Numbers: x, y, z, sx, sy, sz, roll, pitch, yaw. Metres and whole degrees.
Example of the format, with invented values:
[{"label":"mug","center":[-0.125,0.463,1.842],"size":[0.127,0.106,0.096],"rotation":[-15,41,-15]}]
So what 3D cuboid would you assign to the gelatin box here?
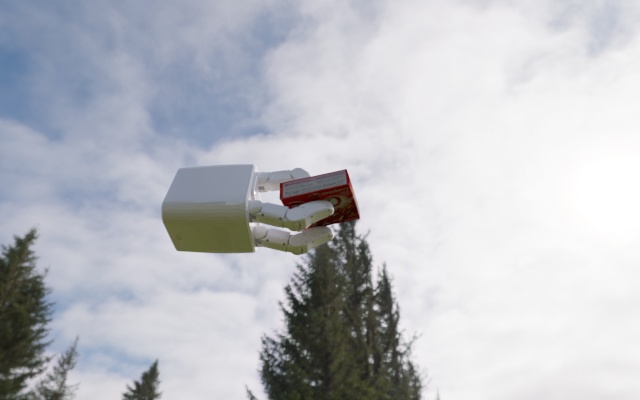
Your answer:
[{"label":"gelatin box","center":[0.000,0.002,0.607],"size":[0.089,0.030,0.073],"rotation":[-12,-40,8]}]
